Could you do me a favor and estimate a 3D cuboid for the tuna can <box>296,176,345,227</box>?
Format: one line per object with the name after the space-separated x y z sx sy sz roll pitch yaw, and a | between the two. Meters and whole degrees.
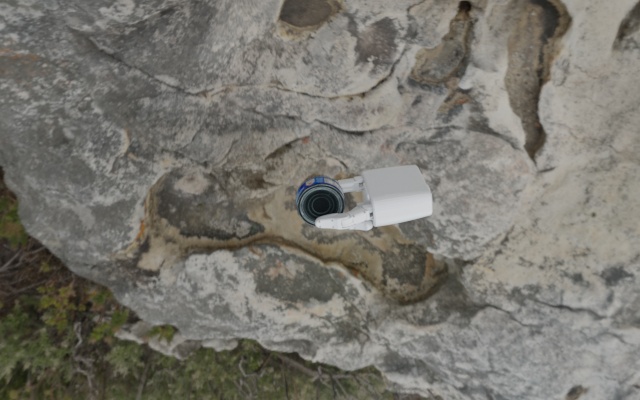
0.000 0.003 0.834 0.086 0.086 0.033 0 26 -4 | tuna can
